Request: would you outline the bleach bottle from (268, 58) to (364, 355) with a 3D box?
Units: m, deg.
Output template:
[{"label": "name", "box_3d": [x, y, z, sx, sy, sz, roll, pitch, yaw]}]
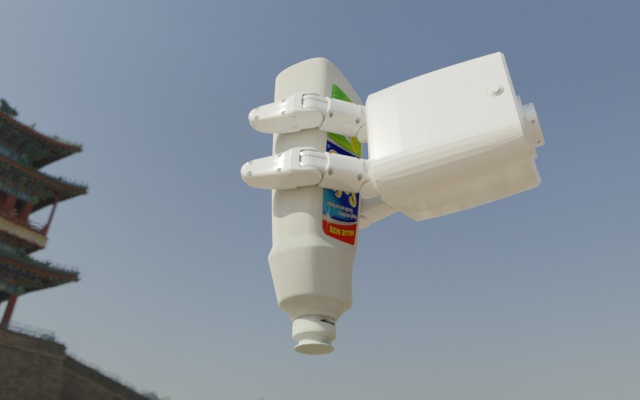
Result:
[{"label": "bleach bottle", "box_3d": [0.000, 0.001, 0.402, 0.068, 0.250, 0.103, -16, -36, 24]}]
